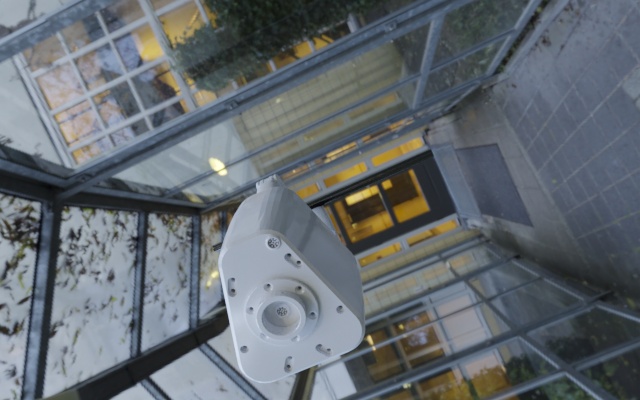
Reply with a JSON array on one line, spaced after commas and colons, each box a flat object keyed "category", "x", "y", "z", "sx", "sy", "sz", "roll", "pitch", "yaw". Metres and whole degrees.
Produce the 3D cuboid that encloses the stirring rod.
[{"category": "stirring rod", "x": 0.000, "y": 0.001, "z": 0.480, "sx": 0.239, "sy": 0.011, "sz": 0.011, "roll": -24, "pitch": -3, "yaw": 6}]
